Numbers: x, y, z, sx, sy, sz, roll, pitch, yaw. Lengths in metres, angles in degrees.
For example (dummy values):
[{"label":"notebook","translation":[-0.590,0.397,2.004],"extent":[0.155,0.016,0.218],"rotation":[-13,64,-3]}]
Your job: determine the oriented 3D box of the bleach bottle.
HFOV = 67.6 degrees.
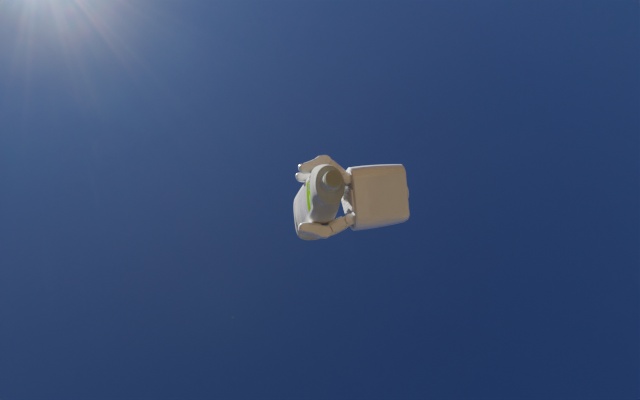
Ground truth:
[{"label":"bleach bottle","translation":[0.000,0.003,0.869],"extent":[0.068,0.102,0.251],"rotation":[-6,-12,-12]}]
